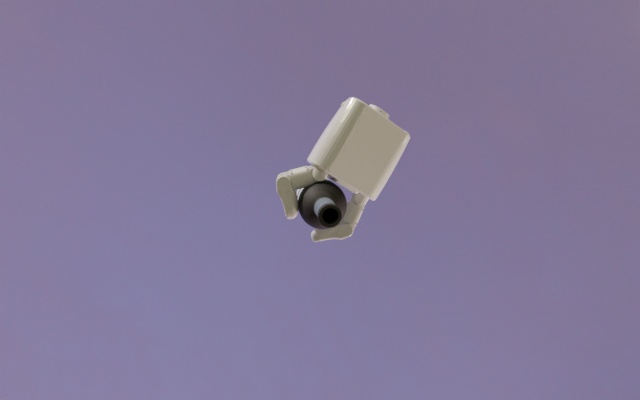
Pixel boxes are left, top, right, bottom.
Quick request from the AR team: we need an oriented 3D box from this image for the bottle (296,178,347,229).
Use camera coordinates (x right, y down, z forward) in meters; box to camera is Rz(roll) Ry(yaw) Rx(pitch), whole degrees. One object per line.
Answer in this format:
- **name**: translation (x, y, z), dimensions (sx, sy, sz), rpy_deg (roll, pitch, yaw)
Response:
- **bottle**: translation (0.000, 0.002, 0.686), dimensions (0.069, 0.069, 0.295), rpy_deg (0, 6, -4)
